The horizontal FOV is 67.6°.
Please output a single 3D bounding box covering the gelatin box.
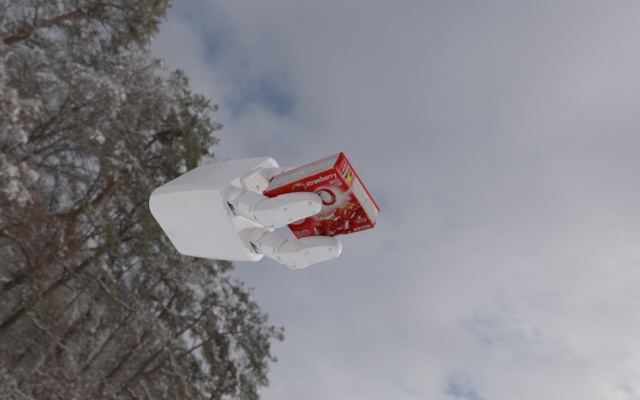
[{"bbox_3d":[0.000,0.001,0.456,0.089,0.073,0.030,-17,31,33],"label":"gelatin box"}]
